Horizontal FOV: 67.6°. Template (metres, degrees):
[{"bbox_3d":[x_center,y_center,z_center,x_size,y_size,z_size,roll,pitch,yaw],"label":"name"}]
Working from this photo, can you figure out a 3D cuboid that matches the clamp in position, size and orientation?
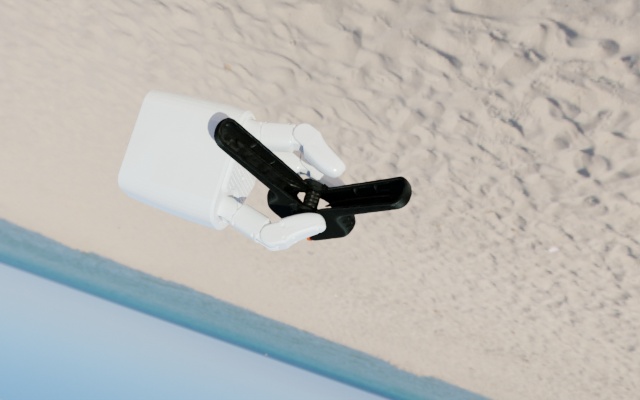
[{"bbox_3d":[0.000,0.002,0.457,0.164,0.036,0.210,18,-19,12],"label":"clamp"}]
